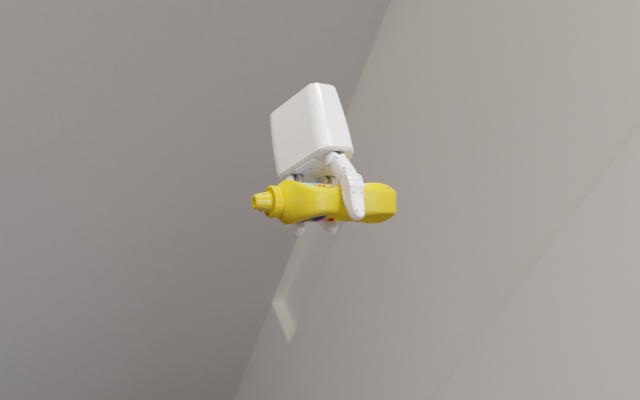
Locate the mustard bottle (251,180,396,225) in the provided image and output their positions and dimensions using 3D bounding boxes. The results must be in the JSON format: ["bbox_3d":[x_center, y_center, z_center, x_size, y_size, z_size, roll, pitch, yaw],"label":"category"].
[{"bbox_3d":[0.000,0.002,0.636,0.191,0.058,0.096,1,0,-31],"label":"mustard bottle"}]
